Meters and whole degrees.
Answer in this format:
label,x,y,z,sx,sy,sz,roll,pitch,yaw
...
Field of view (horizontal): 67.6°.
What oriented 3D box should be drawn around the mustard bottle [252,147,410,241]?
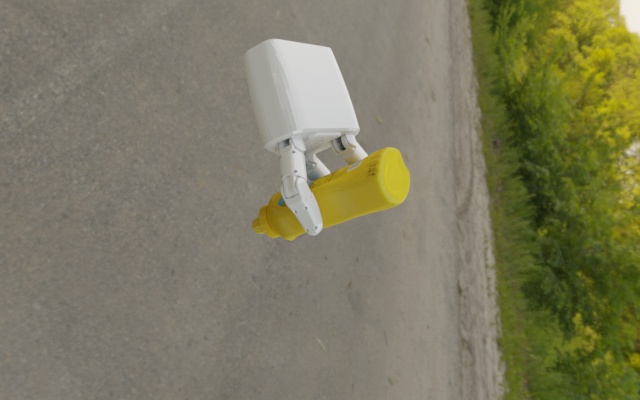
label,x,y,z,sx,sy,sz,roll,pitch,yaw
mustard bottle,0.000,0.002,0.536,0.191,0.058,0.096,-20,14,28
